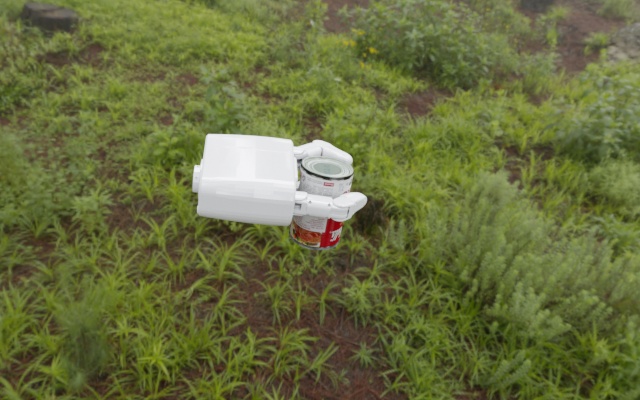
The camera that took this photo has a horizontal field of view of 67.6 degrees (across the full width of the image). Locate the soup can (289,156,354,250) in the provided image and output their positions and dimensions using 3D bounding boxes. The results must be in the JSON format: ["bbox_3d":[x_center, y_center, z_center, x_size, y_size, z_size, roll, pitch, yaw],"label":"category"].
[{"bbox_3d":[0.001,0.002,0.606,0.068,0.102,0.068,9,27,-4],"label":"soup can"}]
